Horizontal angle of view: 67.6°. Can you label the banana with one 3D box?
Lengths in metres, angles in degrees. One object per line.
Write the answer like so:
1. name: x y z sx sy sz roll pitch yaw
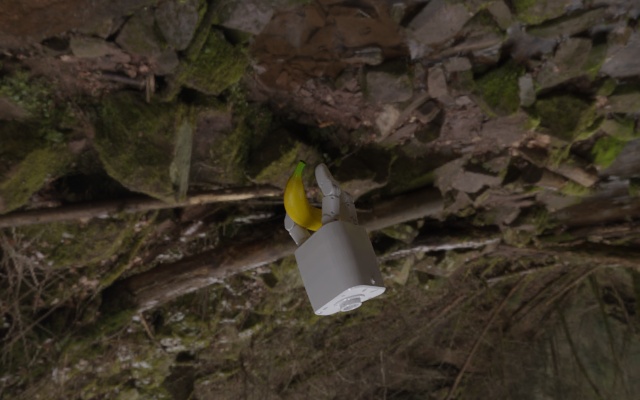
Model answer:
1. banana: -0.016 0.013 0.768 0.069 0.037 0.198 -38 -32 -3
